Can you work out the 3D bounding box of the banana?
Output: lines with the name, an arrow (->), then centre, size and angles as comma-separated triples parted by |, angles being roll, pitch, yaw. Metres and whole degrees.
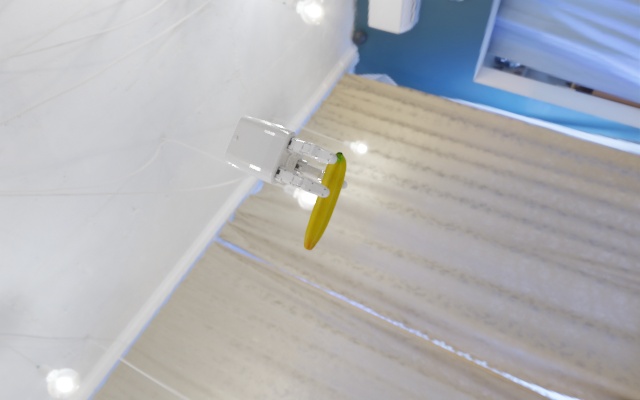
banana -> 0.009, -0.006, 0.846 | 0.037, 0.198, 0.069 | 25, 26, 16
